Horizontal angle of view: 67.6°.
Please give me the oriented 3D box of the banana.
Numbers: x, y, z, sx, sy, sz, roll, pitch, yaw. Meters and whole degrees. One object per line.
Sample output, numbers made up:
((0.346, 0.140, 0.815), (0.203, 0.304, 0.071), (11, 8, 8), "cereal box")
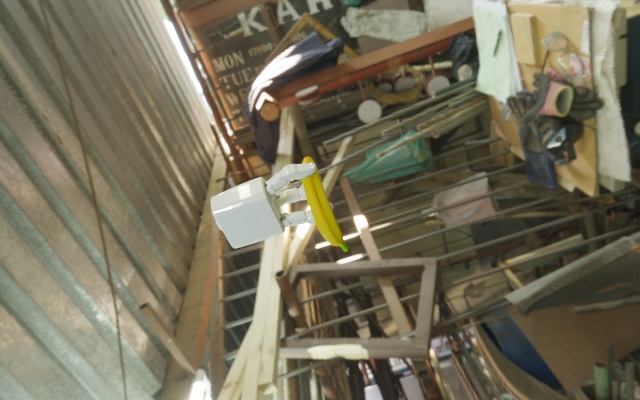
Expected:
((-0.002, 0.002, 0.871), (0.037, 0.197, 0.070), (-22, -14, 6), "banana")
